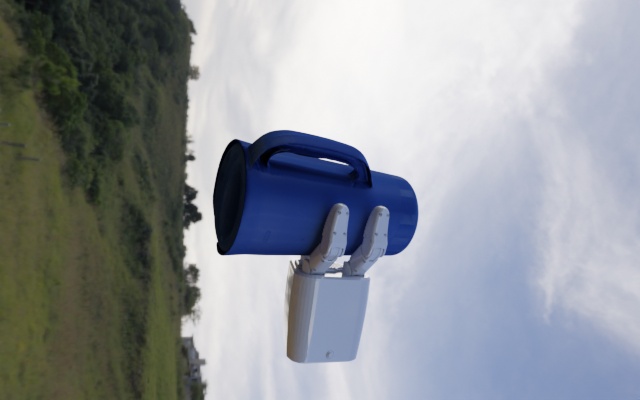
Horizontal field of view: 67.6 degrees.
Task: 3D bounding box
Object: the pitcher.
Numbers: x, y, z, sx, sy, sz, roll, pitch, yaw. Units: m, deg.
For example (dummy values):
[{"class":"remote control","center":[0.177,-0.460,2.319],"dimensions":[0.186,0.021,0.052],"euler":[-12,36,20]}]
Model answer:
[{"class":"pitcher","center":[0.000,0.002,0.582],"dimensions":[0.243,0.145,0.149],"euler":[6,2,-26]}]
